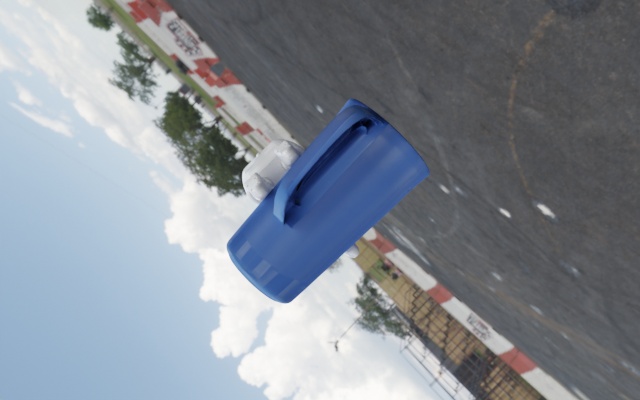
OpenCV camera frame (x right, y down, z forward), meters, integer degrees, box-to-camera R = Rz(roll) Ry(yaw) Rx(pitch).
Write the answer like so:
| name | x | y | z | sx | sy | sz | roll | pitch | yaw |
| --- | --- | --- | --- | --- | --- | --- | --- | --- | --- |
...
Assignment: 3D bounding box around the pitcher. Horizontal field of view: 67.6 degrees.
| name | x | y | z | sx | sy | sz | roll | pitch | yaw |
| --- | --- | --- | --- | --- | --- | --- | --- | --- | --- |
| pitcher | 0.000 | 0.002 | 0.573 | 0.149 | 0.243 | 0.145 | 44 | 0 | -20 |
